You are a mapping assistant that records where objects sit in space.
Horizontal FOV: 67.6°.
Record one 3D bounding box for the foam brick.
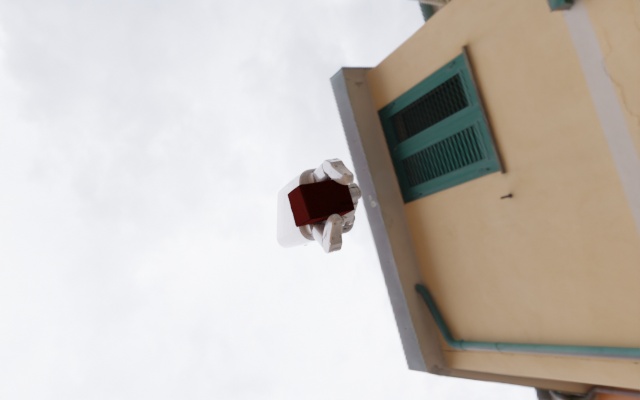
[{"bbox_3d":[0.000,0.002,0.689,0.078,0.053,0.051,-11,-9,-30],"label":"foam brick"}]
